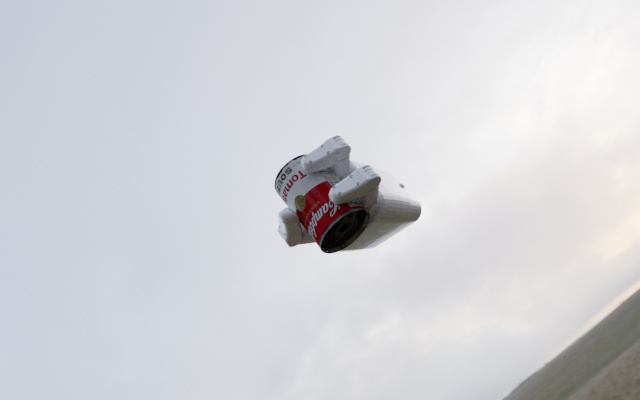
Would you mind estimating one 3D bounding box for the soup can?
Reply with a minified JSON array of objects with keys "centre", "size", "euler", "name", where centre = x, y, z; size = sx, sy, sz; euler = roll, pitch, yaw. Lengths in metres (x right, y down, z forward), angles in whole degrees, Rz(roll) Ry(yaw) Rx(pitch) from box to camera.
[{"centre":[0.000,0.002,0.554],"size":[0.068,0.068,0.102],"euler":[0,41,-48],"name":"soup can"}]
